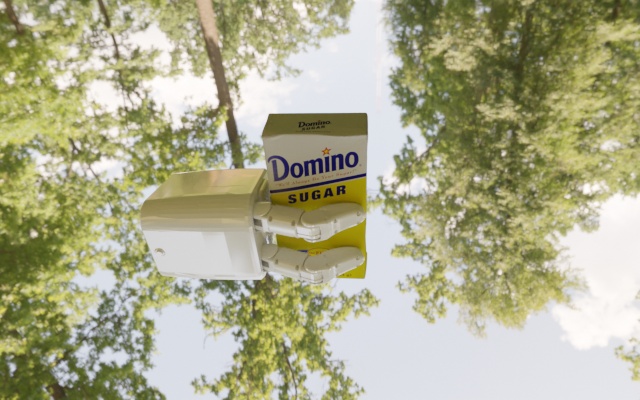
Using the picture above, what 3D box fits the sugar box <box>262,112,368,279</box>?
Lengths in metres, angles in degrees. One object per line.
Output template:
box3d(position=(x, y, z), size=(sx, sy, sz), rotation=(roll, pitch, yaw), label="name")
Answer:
box3d(position=(0.000, 0.002, 0.467), size=(0.093, 0.176, 0.048), rotation=(0, 40, 6), label="sugar box")
